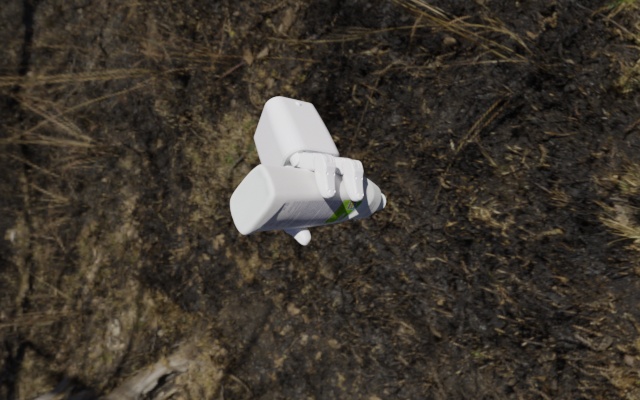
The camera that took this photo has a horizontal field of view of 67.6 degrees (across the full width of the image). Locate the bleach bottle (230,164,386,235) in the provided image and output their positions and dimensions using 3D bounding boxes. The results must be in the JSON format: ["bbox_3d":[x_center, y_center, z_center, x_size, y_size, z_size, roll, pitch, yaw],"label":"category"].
[{"bbox_3d":[0.000,0.002,0.706,0.251,0.068,0.103,3,-37,-43],"label":"bleach bottle"}]
